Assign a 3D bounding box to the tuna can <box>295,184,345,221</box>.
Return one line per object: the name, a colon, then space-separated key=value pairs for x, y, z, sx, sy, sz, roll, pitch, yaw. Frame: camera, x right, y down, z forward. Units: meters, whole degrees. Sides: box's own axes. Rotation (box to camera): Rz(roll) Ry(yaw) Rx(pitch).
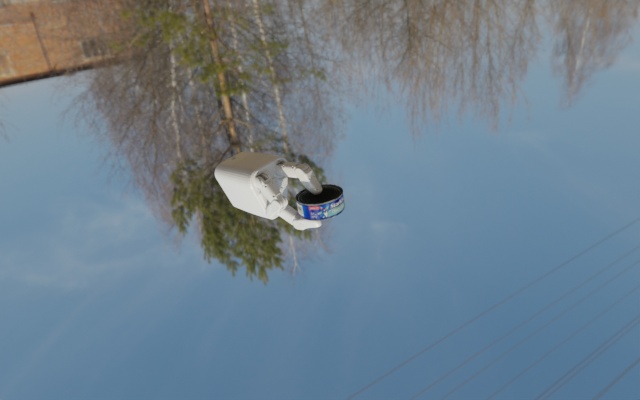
tuna can: x=0.000 y=0.003 z=0.851 sx=0.086 sy=0.034 sz=0.086 roll=-8 pitch=23 yaw=4
